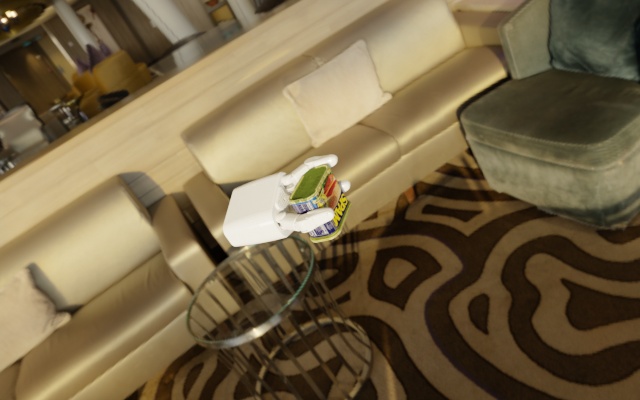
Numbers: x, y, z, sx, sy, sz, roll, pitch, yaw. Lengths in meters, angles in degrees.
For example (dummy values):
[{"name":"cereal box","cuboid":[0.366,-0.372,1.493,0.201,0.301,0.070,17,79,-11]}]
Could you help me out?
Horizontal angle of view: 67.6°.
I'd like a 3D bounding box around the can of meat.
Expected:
[{"name":"can of meat","cuboid":[0.000,0.002,0.778,0.057,0.084,0.102,-13,31,30]}]
